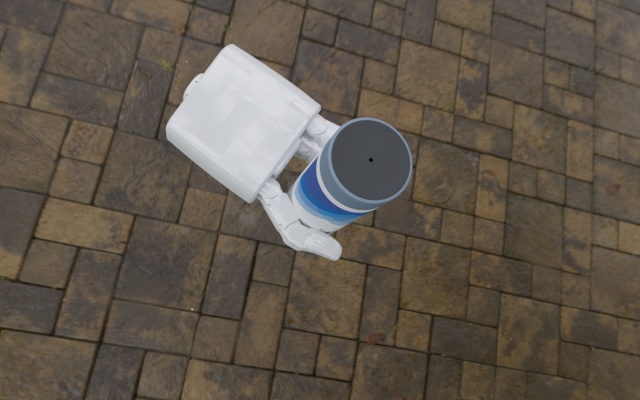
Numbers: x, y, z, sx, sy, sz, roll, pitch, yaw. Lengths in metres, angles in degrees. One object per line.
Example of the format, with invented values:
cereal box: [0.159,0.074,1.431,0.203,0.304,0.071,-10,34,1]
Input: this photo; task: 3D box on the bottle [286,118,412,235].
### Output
bottle: [0.000,0.002,0.488,0.069,0.069,0.296,0,-12,-15]
